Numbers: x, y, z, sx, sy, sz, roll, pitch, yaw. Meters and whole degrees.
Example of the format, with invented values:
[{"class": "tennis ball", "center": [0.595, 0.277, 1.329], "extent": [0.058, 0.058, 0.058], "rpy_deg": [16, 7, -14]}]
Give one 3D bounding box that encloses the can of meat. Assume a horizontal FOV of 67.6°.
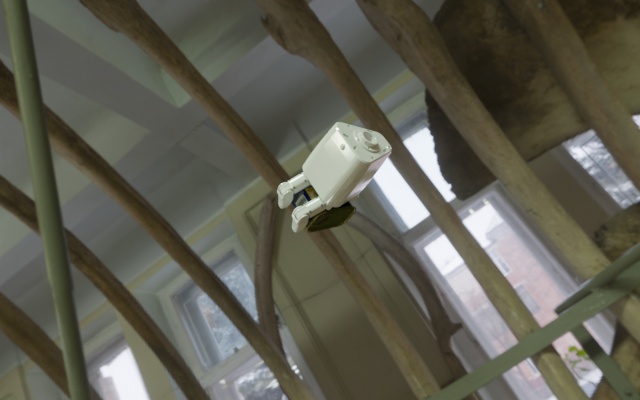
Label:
[{"class": "can of meat", "center": [0.000, 0.003, 0.858], "extent": [0.102, 0.084, 0.057], "rpy_deg": [-9, -33, -42]}]
